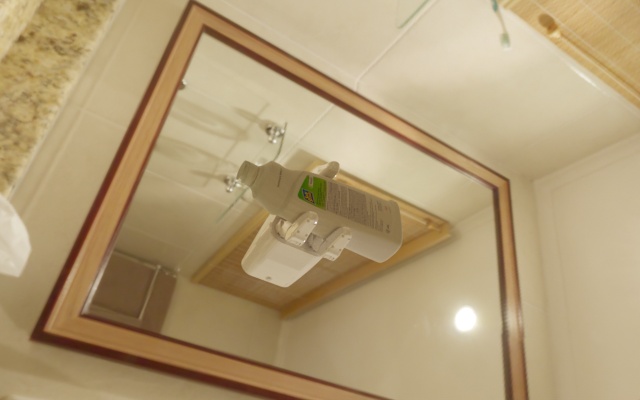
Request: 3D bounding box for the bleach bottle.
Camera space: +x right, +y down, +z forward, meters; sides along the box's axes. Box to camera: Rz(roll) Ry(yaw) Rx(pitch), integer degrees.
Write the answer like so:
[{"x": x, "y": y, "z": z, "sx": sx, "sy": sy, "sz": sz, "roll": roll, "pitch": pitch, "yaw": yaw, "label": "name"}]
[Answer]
[{"x": 0.000, "y": 0.002, "z": 0.686, "sx": 0.251, "sy": 0.102, "sz": 0.068, "roll": 25, "pitch": -50, "yaw": -22, "label": "bleach bottle"}]
